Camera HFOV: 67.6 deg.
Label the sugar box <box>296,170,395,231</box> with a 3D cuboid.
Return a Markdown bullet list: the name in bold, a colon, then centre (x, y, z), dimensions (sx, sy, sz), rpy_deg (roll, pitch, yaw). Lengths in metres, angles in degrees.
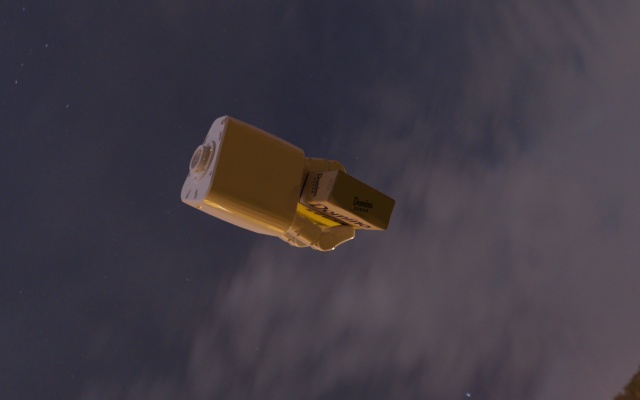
- **sugar box**: centre (0.000, 0.002, 0.609), dimensions (0.093, 0.048, 0.176), rpy_deg (26, -12, -31)
